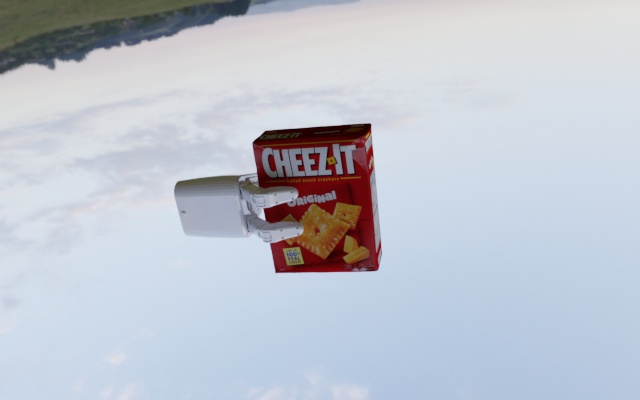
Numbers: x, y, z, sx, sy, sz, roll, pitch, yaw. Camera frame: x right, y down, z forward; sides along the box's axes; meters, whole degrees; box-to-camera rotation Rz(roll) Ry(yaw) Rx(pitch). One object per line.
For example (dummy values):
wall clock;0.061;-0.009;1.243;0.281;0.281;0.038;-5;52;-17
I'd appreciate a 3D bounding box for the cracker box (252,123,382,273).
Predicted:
cracker box;0.000;0.002;0.707;0.164;0.214;0.072;-2;23;13
